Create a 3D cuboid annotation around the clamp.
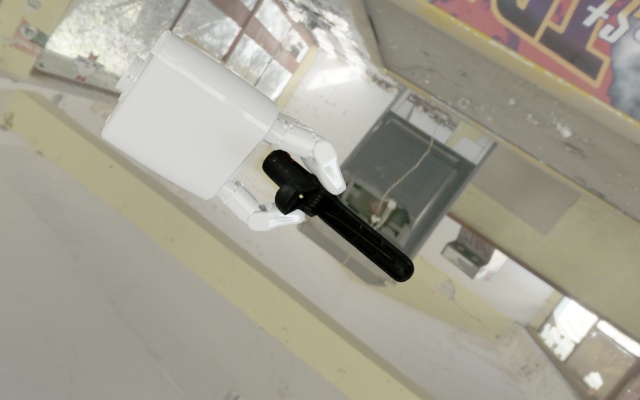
[{"bbox_3d":[-0.001,0.002,0.484,0.165,0.036,0.210,35,6,-28],"label":"clamp"}]
